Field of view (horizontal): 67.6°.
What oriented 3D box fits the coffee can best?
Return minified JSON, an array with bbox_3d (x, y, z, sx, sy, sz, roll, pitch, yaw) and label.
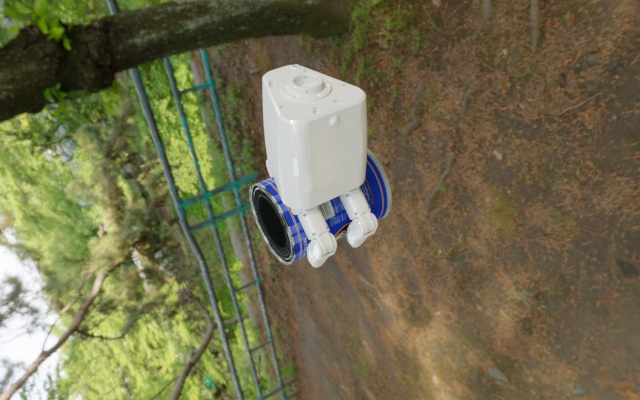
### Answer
[{"bbox_3d":[0.000,0.002,0.578,0.140,0.103,0.103,-24,10,-23],"label":"coffee can"}]
